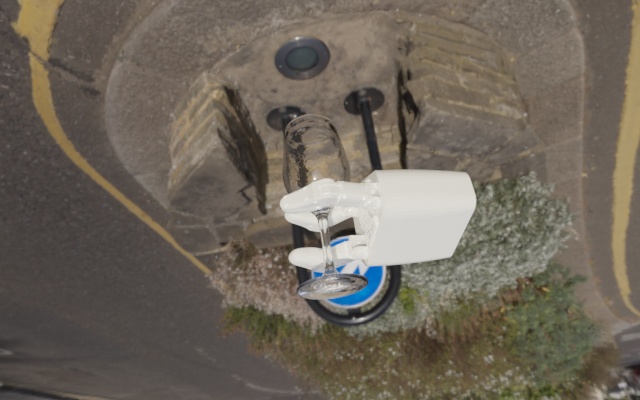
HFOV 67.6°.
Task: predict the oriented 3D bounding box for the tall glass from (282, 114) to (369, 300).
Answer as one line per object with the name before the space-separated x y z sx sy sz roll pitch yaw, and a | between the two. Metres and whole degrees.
tall glass | 0.000 0.002 0.531 0.079 0.201 0.079 -7 -27 -3
